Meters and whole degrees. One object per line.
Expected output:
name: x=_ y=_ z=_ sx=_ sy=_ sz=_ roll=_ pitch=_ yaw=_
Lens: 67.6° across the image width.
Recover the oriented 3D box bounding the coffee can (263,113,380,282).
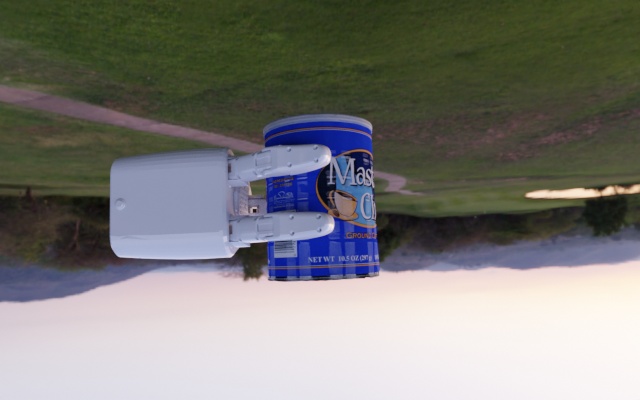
coffee can: x=0.000 y=0.001 z=0.444 sx=0.103 sy=0.140 sz=0.103 roll=-2 pitch=-7 yaw=0
